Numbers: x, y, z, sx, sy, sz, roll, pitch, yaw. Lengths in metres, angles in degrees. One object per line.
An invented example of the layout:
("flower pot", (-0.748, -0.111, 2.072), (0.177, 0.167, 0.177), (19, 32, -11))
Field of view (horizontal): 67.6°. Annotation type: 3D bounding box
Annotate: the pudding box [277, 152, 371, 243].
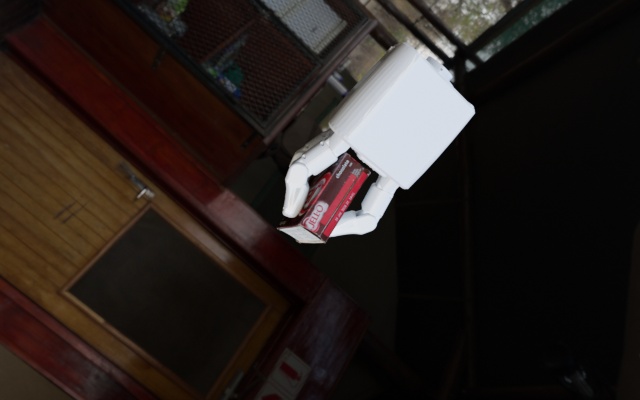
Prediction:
("pudding box", (0.000, 0.002, 0.524), (0.039, 0.090, 0.113), (36, -14, -8))
